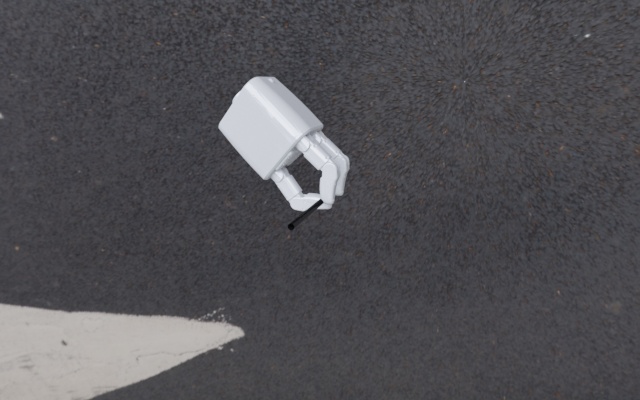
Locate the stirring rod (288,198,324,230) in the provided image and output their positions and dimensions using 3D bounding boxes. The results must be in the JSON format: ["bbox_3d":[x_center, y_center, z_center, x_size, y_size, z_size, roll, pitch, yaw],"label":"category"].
[{"bbox_3d":[0.000,0.002,0.655,0.011,0.011,0.239,0,13,17],"label":"stirring rod"}]
